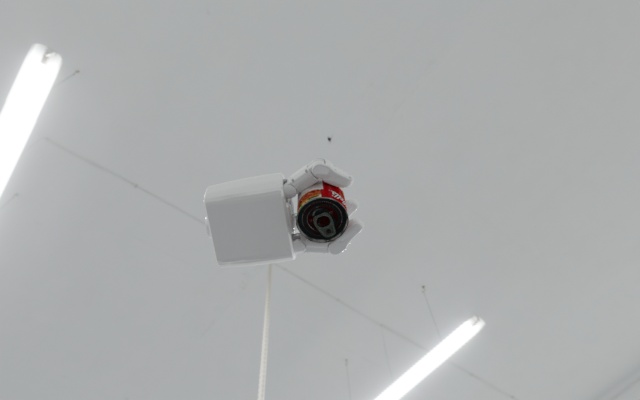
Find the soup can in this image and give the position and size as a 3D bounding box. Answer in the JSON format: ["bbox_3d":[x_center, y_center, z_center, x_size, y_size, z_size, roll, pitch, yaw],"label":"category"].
[{"bbox_3d":[0.001,0.002,0.652,0.068,0.068,0.102,0,29,-3],"label":"soup can"}]
